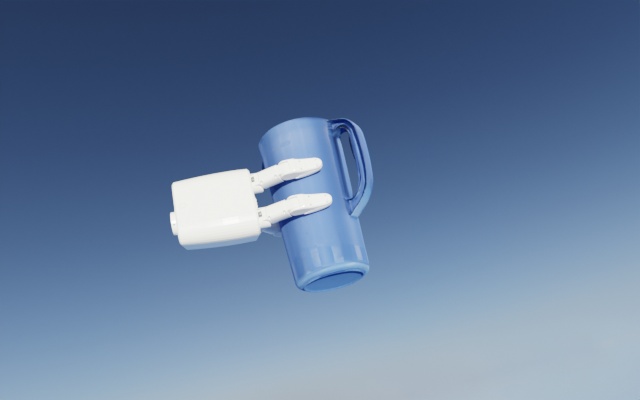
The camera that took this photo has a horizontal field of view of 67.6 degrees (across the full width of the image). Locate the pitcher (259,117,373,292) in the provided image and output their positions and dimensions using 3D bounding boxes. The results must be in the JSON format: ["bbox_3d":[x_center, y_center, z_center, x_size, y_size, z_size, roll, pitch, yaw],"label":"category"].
[{"bbox_3d":[0.000,0.002,0.712,0.145,0.242,0.149,-8,-25,-14],"label":"pitcher"}]
